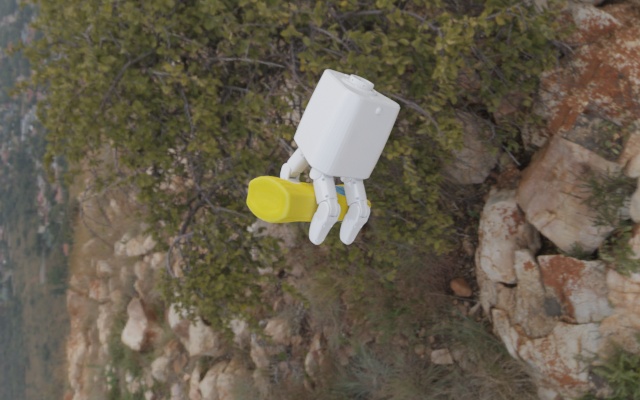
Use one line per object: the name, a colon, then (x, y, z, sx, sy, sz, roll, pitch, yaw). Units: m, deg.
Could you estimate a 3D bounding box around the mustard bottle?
mustard bottle: (0.000, 0.003, 0.670, 0.191, 0.058, 0.096, 4, 7, -41)
